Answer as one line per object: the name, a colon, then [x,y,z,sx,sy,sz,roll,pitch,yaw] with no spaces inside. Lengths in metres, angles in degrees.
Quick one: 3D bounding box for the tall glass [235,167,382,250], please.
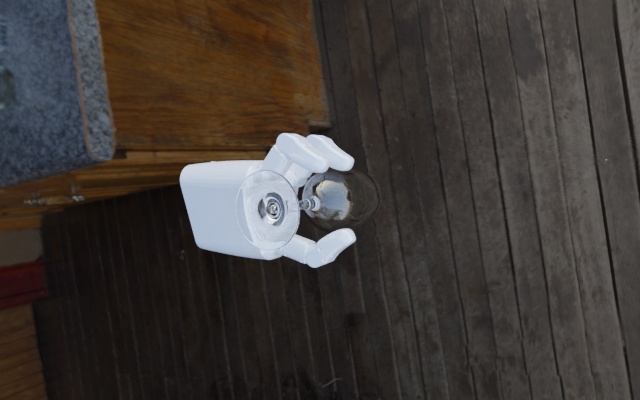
tall glass: [0.000,0.002,0.522,0.079,0.079,0.201,0,4,31]
